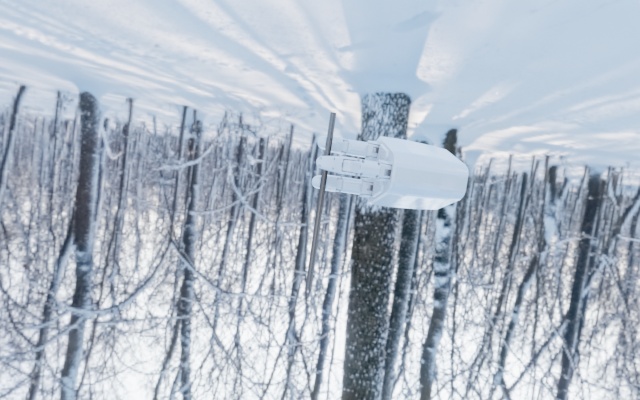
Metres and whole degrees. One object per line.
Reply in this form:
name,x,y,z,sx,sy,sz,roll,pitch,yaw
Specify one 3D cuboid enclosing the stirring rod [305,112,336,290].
stirring rod,0.000,0.002,0.644,0.011,0.239,0.011,8,4,-1
